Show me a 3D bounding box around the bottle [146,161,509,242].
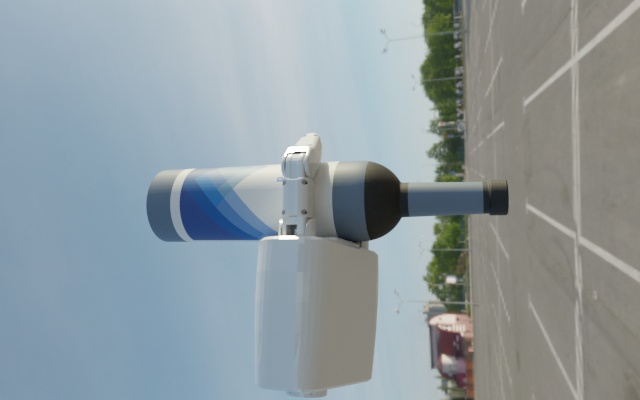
[{"bbox_3d":[0.000,0.001,0.402,0.296,0.069,0.069,-2,-1,16],"label":"bottle"}]
